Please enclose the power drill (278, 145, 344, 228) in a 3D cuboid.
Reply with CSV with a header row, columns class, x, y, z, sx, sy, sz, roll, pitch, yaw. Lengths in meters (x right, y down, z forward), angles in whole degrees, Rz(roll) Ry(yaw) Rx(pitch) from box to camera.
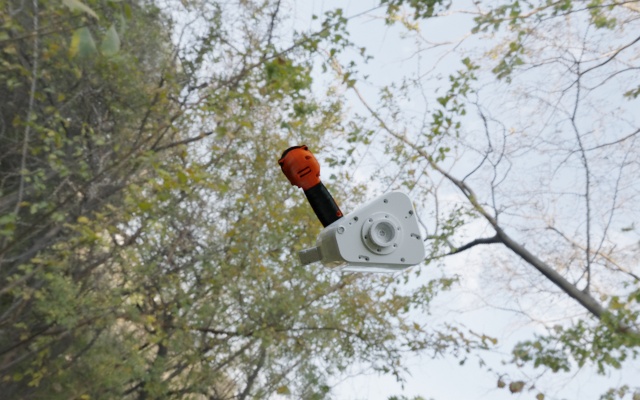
class,x,y,z,sx,sy,sz,roll,pitch,yaw
power drill,0.000,0.003,0.721,0.057,0.188,0.184,-33,13,1
